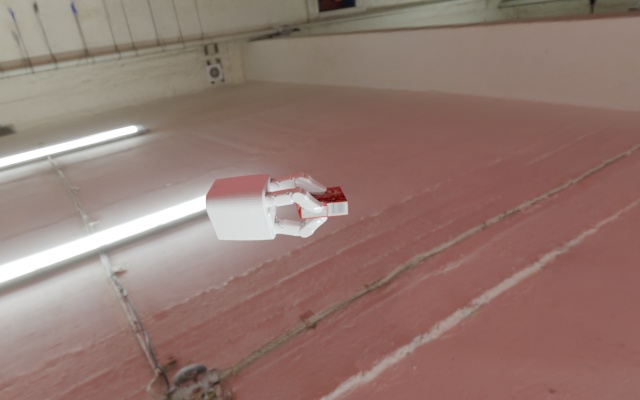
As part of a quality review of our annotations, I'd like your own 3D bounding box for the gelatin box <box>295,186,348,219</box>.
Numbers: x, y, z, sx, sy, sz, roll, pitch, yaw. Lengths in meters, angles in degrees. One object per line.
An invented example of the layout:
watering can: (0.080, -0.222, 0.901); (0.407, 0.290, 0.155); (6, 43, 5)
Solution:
gelatin box: (0.000, 0.003, 0.870); (0.089, 0.030, 0.073); (-5, 23, -7)
